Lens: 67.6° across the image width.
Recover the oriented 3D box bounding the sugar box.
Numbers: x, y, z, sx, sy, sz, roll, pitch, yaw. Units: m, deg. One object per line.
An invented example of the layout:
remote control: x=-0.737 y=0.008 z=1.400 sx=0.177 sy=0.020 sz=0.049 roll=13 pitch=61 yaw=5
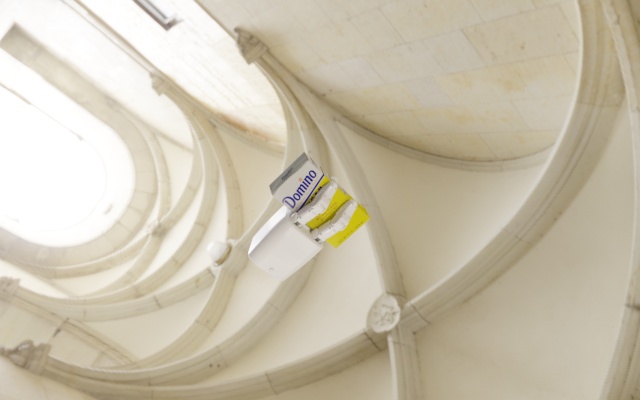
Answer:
sugar box: x=0.000 y=0.003 z=0.876 sx=0.176 sy=0.093 sz=0.048 roll=40 pitch=13 yaw=-30
